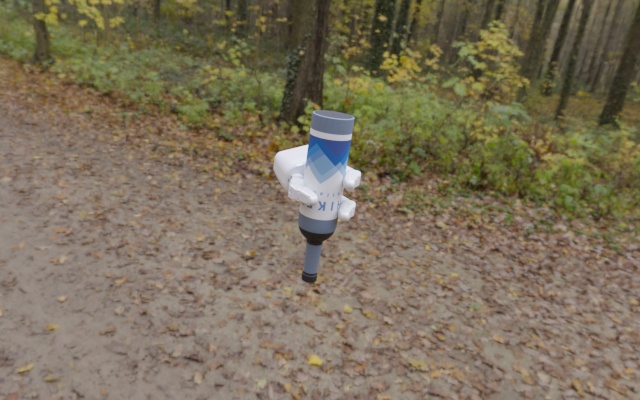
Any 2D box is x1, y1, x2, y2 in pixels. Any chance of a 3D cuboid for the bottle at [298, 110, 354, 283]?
[{"bbox_3d":[0.000,0.002,0.797,0.069,0.296,0.069,8,20,-3],"label":"bottle"}]
